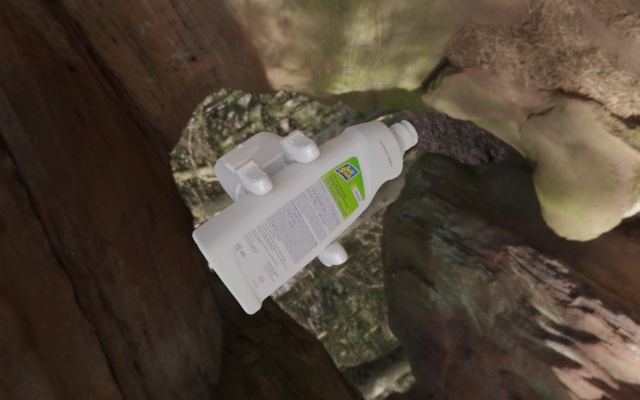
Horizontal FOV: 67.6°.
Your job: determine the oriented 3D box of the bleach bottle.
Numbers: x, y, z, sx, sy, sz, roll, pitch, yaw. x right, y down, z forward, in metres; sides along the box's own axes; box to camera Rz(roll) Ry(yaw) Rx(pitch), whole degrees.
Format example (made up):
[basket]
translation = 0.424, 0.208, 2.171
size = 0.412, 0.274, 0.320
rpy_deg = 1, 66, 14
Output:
[bleach bottle]
translation = 0.000, 0.002, 0.497
size = 0.251, 0.103, 0.068
rpy_deg = -35, 33, -12
